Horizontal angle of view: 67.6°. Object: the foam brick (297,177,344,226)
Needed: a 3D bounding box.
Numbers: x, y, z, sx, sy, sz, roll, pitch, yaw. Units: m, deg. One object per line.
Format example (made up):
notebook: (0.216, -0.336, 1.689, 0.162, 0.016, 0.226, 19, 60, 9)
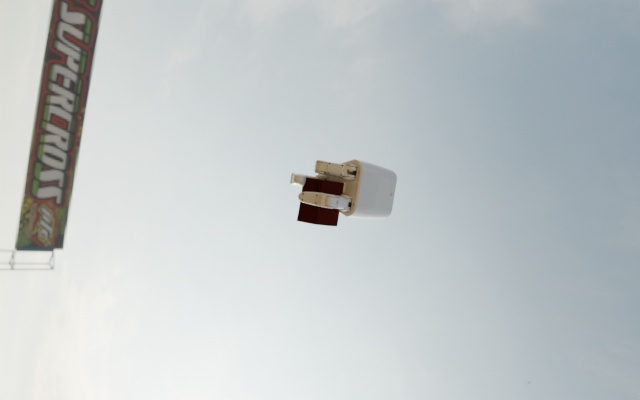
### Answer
foam brick: (0.000, 0.003, 0.820, 0.051, 0.078, 0.053, 8, 2, -43)
